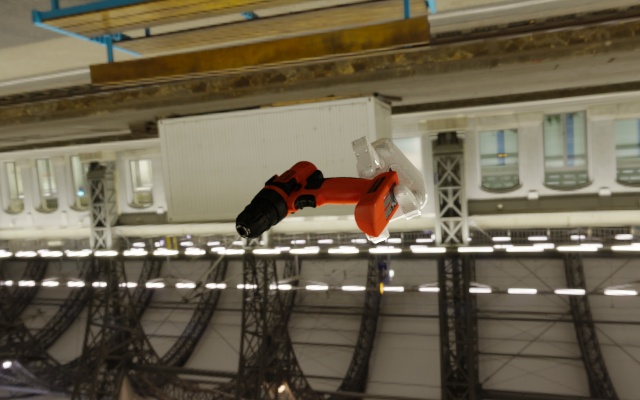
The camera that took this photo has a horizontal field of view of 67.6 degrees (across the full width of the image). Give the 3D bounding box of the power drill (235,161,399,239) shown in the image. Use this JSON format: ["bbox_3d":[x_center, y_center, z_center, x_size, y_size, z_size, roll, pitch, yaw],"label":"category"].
[{"bbox_3d":[0.001,0.002,0.645,0.187,0.057,0.184,7,33,27],"label":"power drill"}]
